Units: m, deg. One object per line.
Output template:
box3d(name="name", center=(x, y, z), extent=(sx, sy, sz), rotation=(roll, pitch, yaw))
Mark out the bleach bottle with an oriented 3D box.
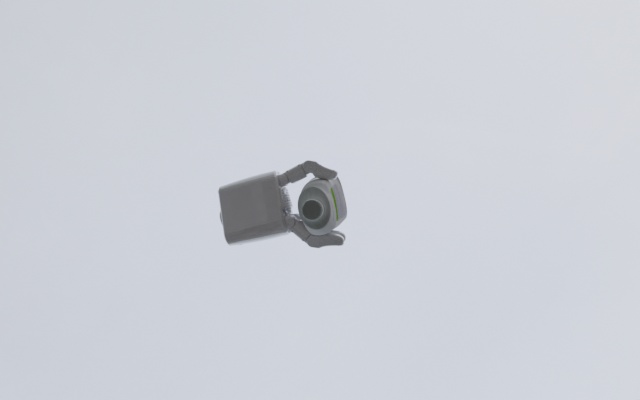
box3d(name="bleach bottle", center=(0.000, 0.003, 0.804), extent=(0.068, 0.102, 0.251), rotation=(-16, -1, 7))
